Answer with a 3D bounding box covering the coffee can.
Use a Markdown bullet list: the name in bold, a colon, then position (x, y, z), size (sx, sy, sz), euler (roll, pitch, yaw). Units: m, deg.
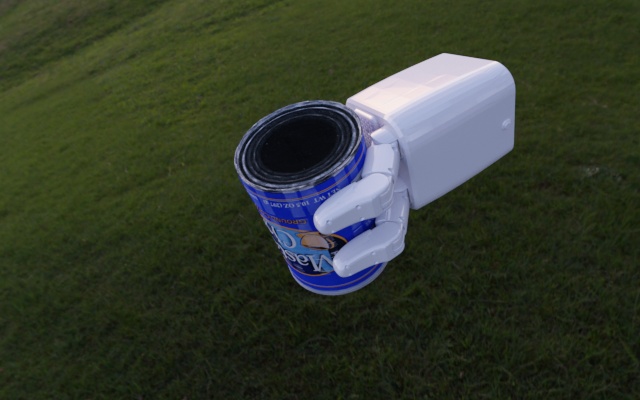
- **coffee can**: position (0.000, 0.001, 0.412), size (0.103, 0.102, 0.140), euler (0, -41, 20)
